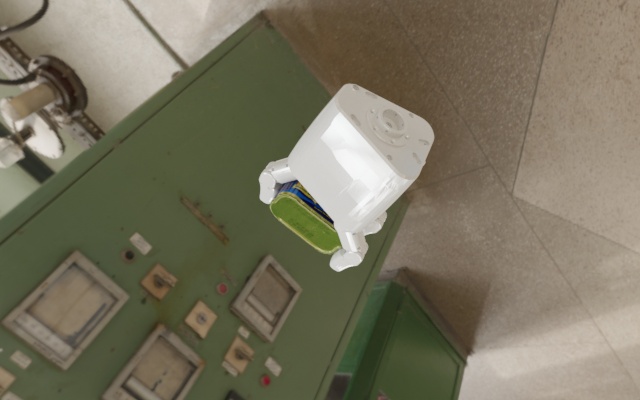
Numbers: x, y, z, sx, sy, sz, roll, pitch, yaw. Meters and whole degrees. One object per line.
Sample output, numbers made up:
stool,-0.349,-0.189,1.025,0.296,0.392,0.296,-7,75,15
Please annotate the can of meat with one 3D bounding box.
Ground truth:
can of meat,0.000,0.002,0.572,0.102,0.084,0.057,38,-41,-8
